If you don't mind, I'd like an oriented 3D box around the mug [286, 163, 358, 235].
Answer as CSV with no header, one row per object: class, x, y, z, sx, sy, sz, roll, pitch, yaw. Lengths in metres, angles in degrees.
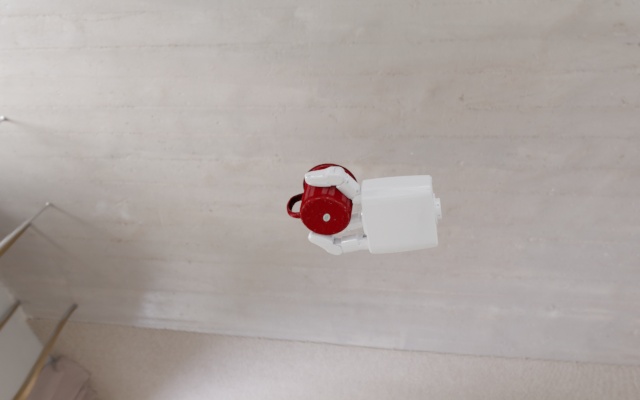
mug,-0.001,0.003,0.769,0.117,0.093,0.081,-8,37,15
